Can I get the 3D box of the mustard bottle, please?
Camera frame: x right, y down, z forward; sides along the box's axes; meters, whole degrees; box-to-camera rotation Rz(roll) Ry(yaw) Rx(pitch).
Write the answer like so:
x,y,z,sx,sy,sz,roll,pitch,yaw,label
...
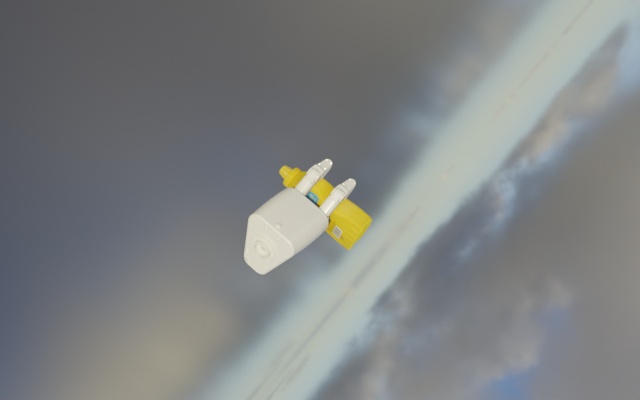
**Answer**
x,y,z,sx,sy,sz,roll,pitch,yaw,label
0.001,0.003,0.870,0.058,0.191,0.096,-45,-11,-27,mustard bottle
